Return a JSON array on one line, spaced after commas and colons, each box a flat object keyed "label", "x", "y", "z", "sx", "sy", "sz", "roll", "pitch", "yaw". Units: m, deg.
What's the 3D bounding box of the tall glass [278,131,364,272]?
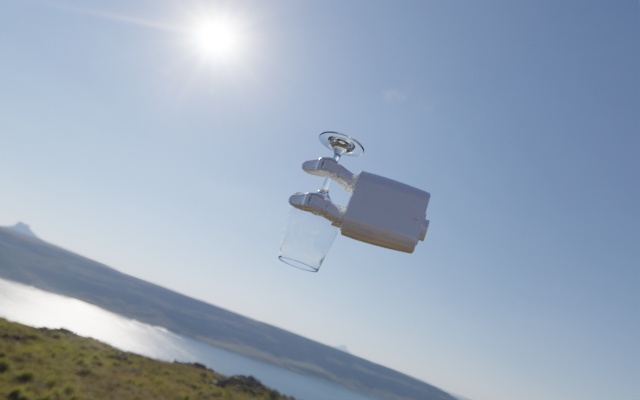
[{"label": "tall glass", "x": 0.000, "y": 0.002, "z": 0.710, "sx": 0.079, "sy": 0.201, "sz": 0.079, "roll": 19, "pitch": -16, "yaw": 5}]
